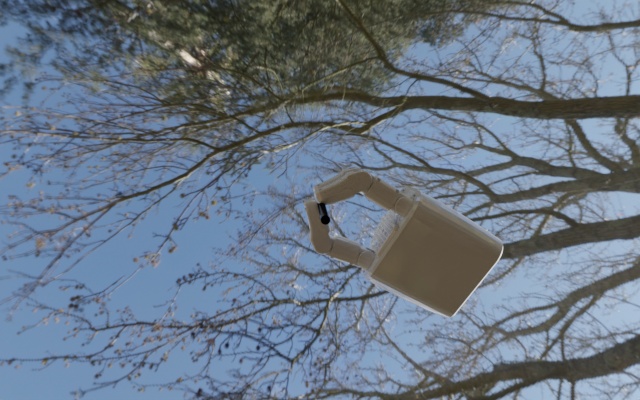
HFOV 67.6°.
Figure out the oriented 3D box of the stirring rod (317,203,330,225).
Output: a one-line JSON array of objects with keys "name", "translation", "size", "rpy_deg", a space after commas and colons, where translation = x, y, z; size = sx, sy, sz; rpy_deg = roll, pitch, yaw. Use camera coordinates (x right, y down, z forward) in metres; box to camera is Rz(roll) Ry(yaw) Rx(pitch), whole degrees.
[{"name": "stirring rod", "translation": [0.000, 0.002, 0.513], "size": [0.011, 0.011, 0.239], "rpy_deg": [0, 7, -2]}]
